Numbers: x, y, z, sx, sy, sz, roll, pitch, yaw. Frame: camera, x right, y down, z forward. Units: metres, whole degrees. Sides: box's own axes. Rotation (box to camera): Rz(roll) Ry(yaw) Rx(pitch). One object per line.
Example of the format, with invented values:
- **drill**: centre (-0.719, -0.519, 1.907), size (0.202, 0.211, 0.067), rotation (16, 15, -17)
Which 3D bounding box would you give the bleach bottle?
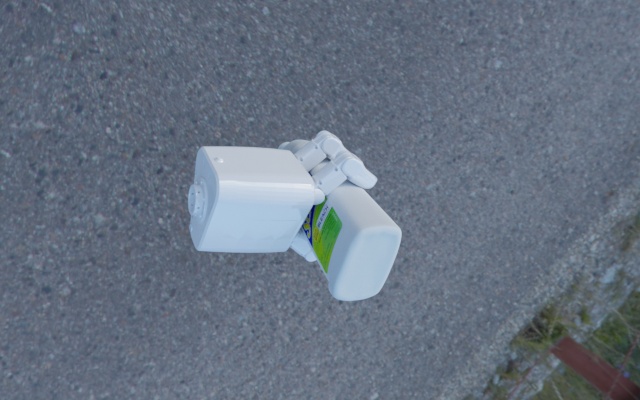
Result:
- **bleach bottle**: centre (0.000, 0.002, 0.587), size (0.068, 0.103, 0.250), rotation (2, 30, -29)
